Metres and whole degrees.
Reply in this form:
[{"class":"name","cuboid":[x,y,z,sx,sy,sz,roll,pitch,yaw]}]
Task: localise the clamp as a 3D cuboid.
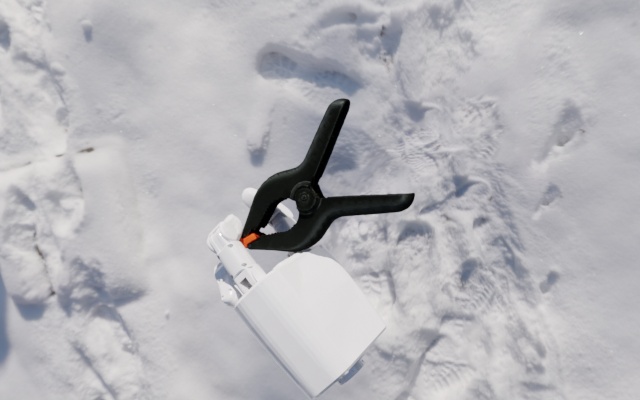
[{"class":"clamp","cuboid":[0.000,0.001,0.453,0.171,0.120,0.039,-45,-19,15]}]
